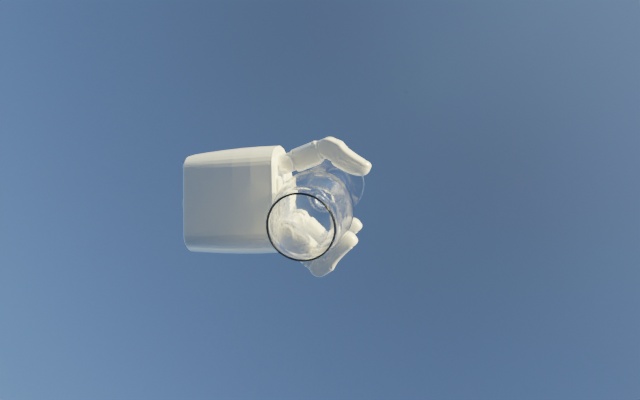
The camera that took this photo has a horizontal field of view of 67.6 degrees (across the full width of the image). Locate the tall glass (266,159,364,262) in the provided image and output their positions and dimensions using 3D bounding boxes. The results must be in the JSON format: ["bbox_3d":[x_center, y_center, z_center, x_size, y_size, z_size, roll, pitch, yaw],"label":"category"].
[{"bbox_3d":[0.000,0.001,0.502,0.079,0.079,0.201,0,13,10],"label":"tall glass"}]
